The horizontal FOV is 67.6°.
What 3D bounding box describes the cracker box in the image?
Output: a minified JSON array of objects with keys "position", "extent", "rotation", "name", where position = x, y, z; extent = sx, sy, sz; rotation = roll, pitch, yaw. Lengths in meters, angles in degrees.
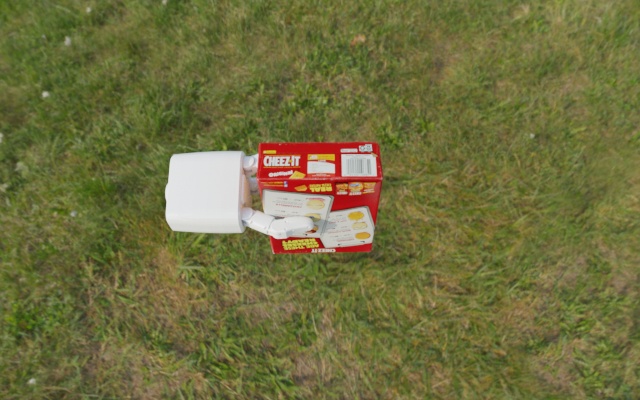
[{"position":[0.000,0.002,0.710],"extent":[0.164,0.072,0.214],"rotation":[-1,-32,1],"name":"cracker box"}]
